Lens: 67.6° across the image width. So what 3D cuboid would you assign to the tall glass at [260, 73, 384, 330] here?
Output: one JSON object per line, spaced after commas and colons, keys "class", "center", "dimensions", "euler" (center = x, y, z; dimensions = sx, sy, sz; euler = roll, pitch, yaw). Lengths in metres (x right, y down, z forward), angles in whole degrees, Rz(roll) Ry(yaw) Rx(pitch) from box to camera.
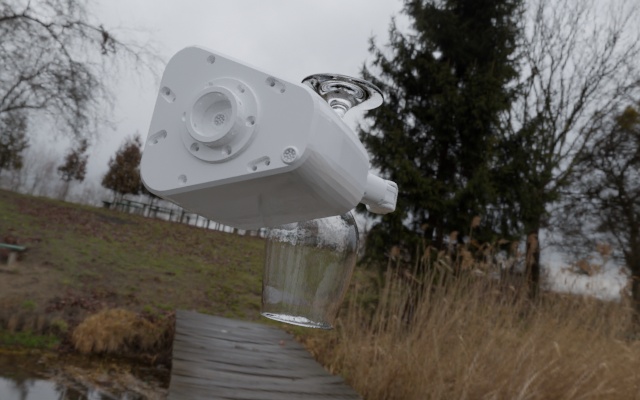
{"class": "tall glass", "center": [0.000, 0.001, 0.403], "dimensions": [0.079, 0.201, 0.079], "euler": [11, -9, 2]}
